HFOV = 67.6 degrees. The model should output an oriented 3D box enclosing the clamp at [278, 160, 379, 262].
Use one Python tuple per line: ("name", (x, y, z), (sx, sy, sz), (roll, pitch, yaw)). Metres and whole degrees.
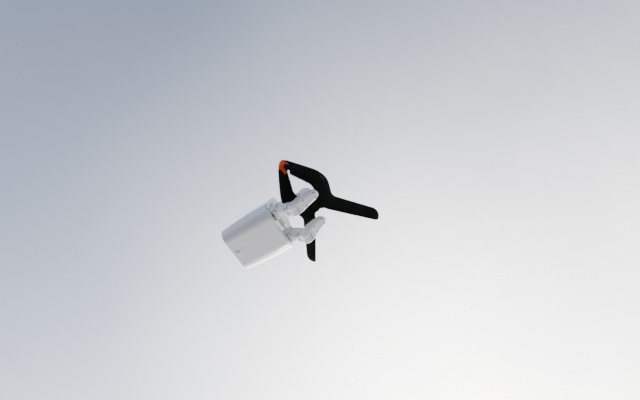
("clamp", (0.000, 0.002, 0.894), (0.164, 0.210, 0.036), (-30, 23, 9))
